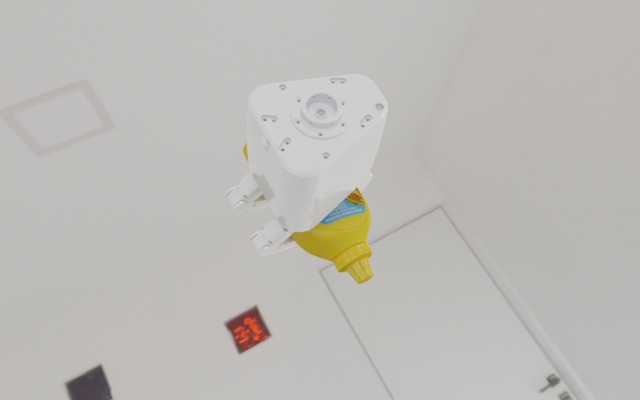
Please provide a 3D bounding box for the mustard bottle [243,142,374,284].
[{"bbox_3d":[0.000,0.002,0.508,0.096,0.191,0.058,-15,-25,-39],"label":"mustard bottle"}]
